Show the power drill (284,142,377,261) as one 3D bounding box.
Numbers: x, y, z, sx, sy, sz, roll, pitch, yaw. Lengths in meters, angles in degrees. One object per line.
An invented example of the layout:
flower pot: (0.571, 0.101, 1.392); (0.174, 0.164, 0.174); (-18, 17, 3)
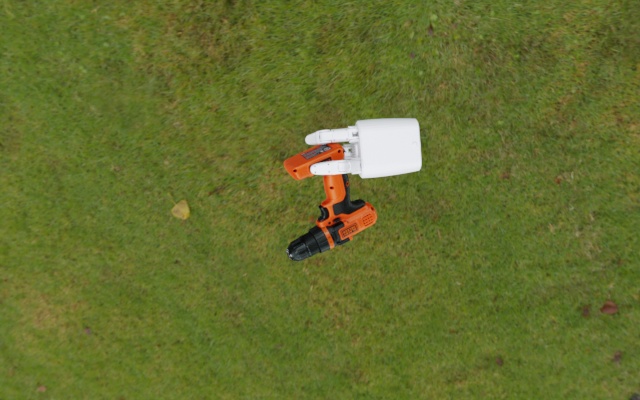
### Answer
power drill: (0.000, 0.002, 0.857); (0.184, 0.188, 0.057); (-28, 29, -14)
